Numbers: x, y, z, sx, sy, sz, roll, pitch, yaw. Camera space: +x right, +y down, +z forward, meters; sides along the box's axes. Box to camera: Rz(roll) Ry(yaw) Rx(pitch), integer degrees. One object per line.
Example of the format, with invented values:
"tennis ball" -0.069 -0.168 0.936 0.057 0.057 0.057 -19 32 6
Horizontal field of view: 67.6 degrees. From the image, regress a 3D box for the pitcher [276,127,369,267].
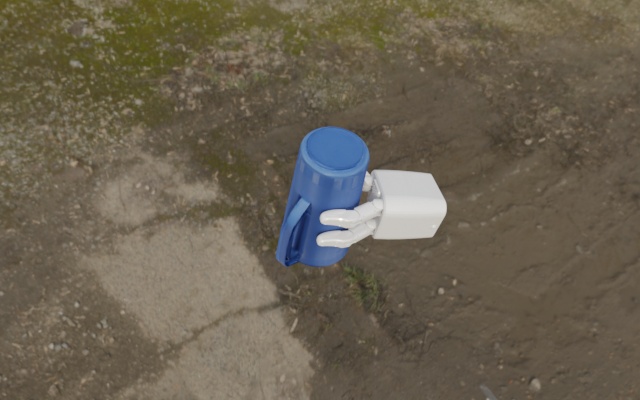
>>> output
"pitcher" 0.000 0.003 0.806 0.145 0.149 0.243 1 -39 -9
